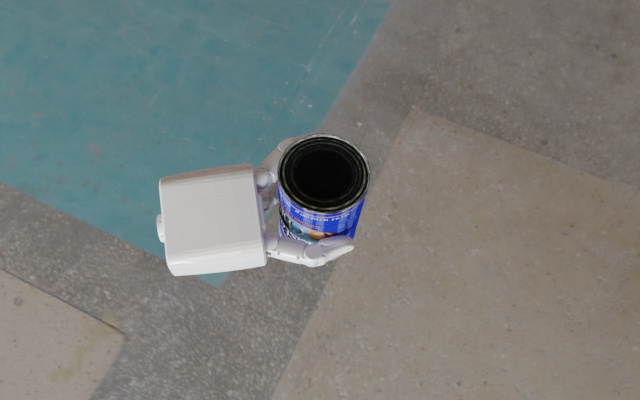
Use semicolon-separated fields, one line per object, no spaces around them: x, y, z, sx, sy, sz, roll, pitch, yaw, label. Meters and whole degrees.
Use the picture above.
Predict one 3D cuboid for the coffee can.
0.000;0.002;0.577;0.103;0.102;0.140;0;-28;-4;coffee can
